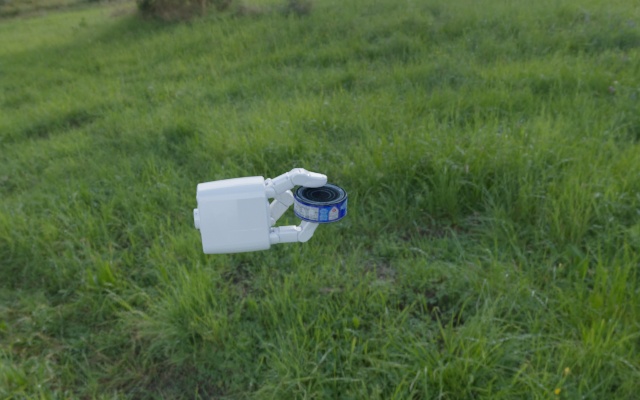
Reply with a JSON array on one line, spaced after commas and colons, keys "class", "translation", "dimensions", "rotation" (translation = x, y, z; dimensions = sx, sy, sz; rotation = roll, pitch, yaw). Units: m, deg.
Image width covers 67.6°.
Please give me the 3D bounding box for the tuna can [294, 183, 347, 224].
[{"class": "tuna can", "translation": [0.000, 0.002, 0.763], "dimensions": [0.086, 0.034, 0.086], "rotation": [2, 26, -1]}]
